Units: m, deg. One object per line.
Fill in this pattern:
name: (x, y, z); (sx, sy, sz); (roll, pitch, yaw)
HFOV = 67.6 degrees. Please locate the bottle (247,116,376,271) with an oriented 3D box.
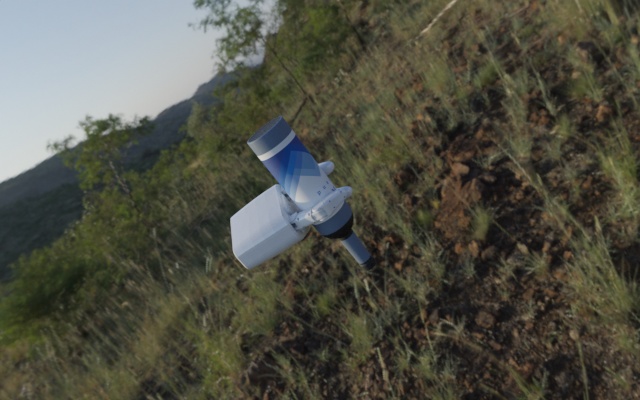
bottle: (0.000, 0.002, 0.769); (0.069, 0.296, 0.069); (-32, 21, 14)
